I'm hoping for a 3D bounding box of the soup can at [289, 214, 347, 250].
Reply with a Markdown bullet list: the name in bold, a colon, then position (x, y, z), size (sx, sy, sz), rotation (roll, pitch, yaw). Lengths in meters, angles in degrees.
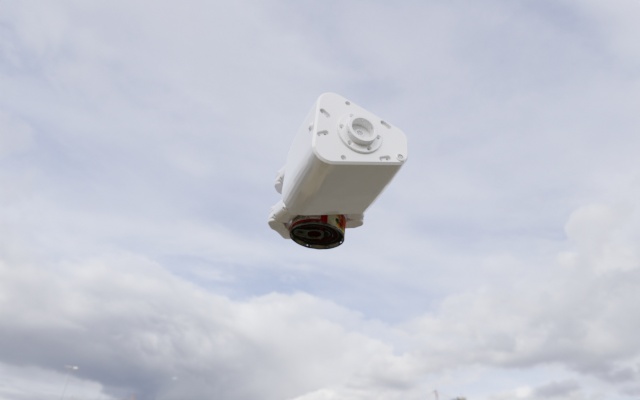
- **soup can**: position (0.000, 0.002, 0.607), size (0.068, 0.102, 0.068), rotation (4, -31, 3)
